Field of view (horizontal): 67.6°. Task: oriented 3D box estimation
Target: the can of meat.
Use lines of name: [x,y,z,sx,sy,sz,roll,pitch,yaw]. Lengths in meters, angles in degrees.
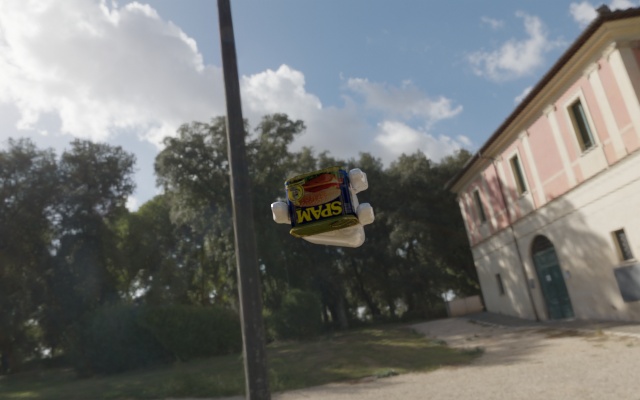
can of meat: [0.000,0.002,0.722,0.102,0.084,0.057,-13,-17,12]
